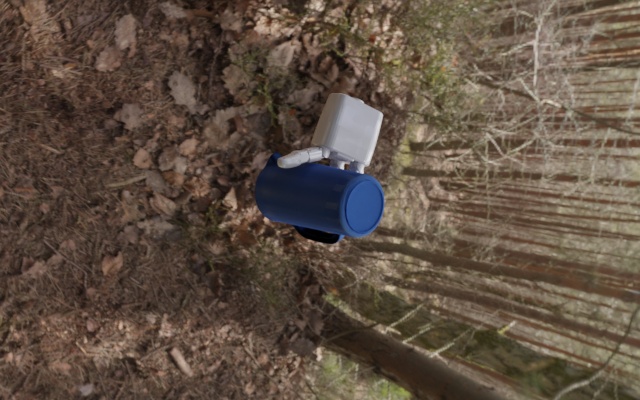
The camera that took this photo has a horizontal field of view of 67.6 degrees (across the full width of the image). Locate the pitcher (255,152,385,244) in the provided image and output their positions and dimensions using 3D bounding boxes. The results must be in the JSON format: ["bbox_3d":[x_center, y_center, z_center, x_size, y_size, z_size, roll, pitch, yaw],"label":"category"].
[{"bbox_3d":[0.000,0.003,0.883,0.149,0.145,0.243,22,-6,-41],"label":"pitcher"}]
